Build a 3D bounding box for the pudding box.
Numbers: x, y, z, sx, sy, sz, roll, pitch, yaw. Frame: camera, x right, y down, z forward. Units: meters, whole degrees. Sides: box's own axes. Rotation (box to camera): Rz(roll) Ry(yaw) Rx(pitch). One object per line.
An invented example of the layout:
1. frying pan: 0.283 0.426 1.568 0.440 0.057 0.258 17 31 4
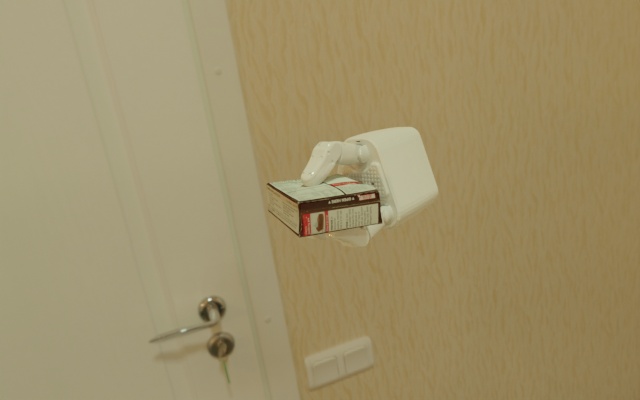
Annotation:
1. pudding box: 0.000 0.001 0.506 0.090 0.039 0.113 -9 13 -20
